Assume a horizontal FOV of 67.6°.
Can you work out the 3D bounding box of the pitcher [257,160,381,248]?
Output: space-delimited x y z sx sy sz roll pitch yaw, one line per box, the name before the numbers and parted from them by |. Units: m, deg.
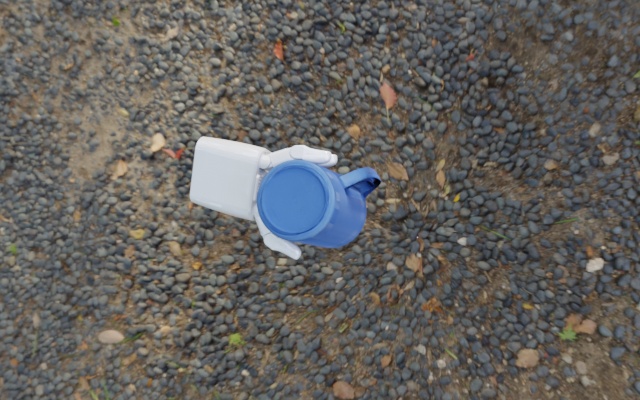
pitcher | 0.000 0.002 0.731 0.145 0.149 0.243 16 -1 13
